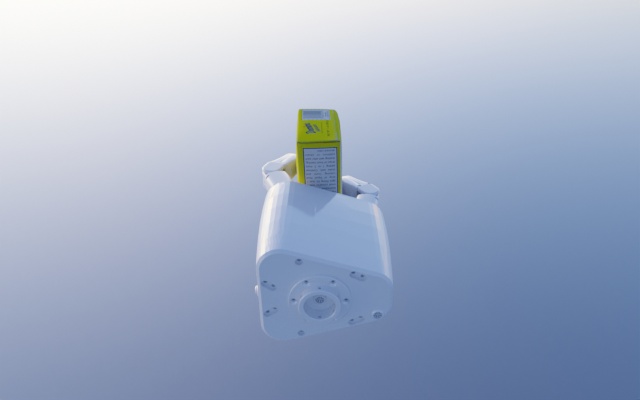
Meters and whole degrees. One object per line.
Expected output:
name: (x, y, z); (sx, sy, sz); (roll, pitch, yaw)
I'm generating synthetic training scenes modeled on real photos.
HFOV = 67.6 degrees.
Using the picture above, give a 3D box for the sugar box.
sugar box: (0.000, 0.002, 0.501); (0.048, 0.176, 0.093); (0, 29, -1)
